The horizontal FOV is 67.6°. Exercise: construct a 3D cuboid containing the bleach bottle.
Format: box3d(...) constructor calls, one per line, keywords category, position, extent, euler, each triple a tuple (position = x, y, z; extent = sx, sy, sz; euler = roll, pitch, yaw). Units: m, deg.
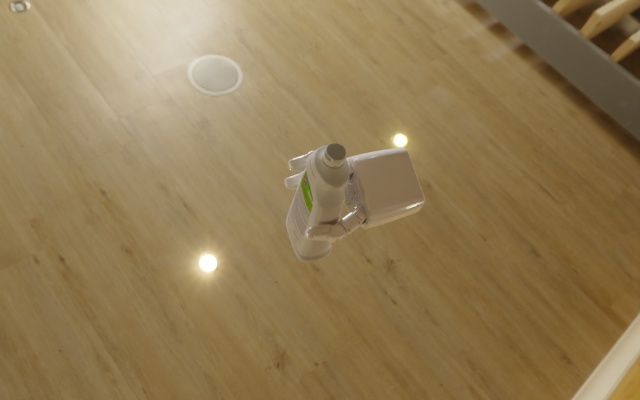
box3d(category="bleach bottle", position=(0.000, 0.002, 0.751), extent=(0.068, 0.102, 0.251), euler=(-13, -26, -20))
